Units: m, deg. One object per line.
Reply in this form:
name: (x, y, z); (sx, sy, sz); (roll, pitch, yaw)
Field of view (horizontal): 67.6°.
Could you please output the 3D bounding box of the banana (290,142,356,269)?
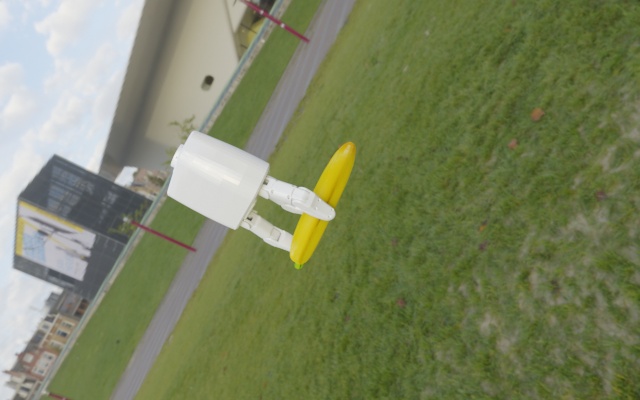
banana: (0.000, 0.007, 0.656); (0.037, 0.198, 0.069); (25, 3, -6)
